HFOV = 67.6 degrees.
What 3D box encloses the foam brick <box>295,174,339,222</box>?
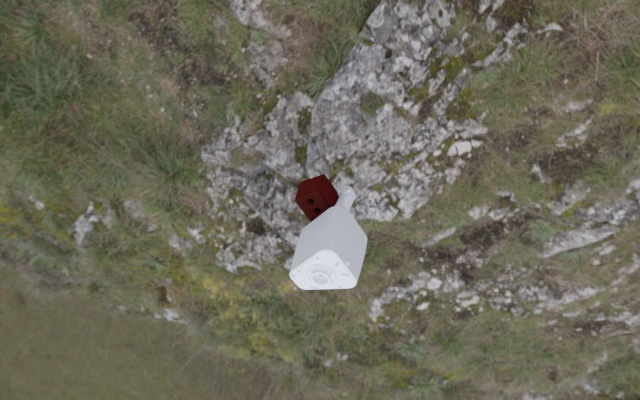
[{"bbox_3d":[0.000,0.003,0.843,0.053,0.078,0.051,-20,31,29],"label":"foam brick"}]
